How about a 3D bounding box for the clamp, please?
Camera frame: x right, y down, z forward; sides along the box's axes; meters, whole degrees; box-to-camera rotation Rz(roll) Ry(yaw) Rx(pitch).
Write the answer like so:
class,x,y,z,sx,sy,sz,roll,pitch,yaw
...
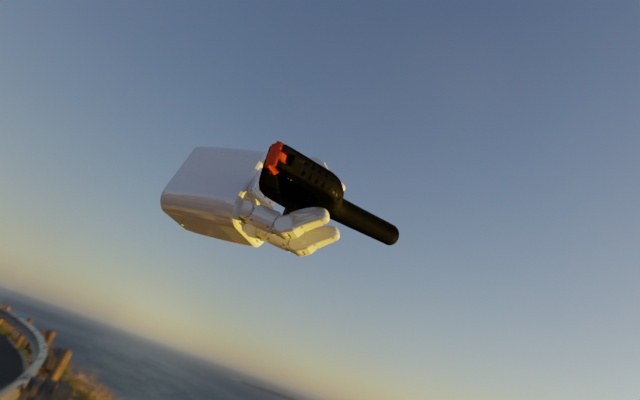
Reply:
class,x,y,z,sx,sy,sz,roll,pitch,yaw
clamp,0.000,0.001,0.545,0.164,0.036,0.210,5,-24,18
